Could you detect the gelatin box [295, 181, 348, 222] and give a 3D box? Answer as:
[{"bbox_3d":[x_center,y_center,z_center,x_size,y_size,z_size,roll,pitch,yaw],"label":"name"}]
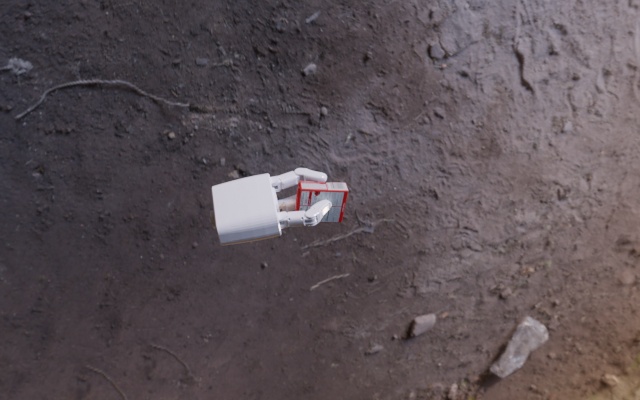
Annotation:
[{"bbox_3d":[0.001,0.003,0.860,0.089,0.073,0.030,1,36,-11],"label":"gelatin box"}]
